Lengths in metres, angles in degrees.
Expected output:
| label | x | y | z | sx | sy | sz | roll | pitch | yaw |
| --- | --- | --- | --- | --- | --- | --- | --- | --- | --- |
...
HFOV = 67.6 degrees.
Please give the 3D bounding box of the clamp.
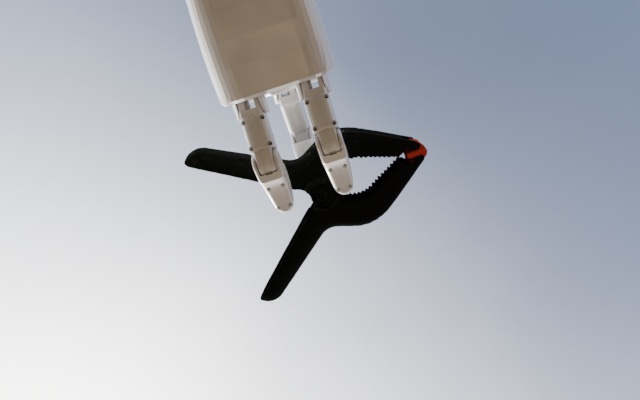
| label | x | y | z | sx | sy | sz | roll | pitch | yaw |
| --- | --- | --- | --- | --- | --- | --- | --- | --- | --- |
| clamp | 0.000 | 0.001 | 0.447 | 0.210 | 0.165 | 0.036 | -17 | 19 | 4 |
